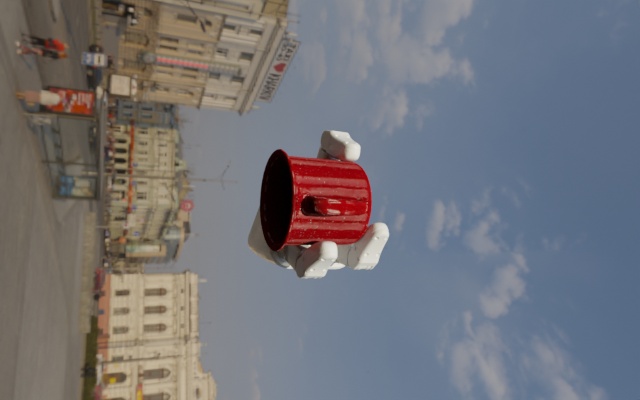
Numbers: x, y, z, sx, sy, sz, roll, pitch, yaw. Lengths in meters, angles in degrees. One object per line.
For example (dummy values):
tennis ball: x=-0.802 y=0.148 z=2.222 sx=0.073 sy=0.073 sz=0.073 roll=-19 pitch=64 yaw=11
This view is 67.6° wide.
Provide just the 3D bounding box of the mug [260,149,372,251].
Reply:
mug: x=0.001 y=0.001 z=0.439 sx=0.081 sy=0.093 sz=0.117 roll=2 pitch=0 yaw=-24
